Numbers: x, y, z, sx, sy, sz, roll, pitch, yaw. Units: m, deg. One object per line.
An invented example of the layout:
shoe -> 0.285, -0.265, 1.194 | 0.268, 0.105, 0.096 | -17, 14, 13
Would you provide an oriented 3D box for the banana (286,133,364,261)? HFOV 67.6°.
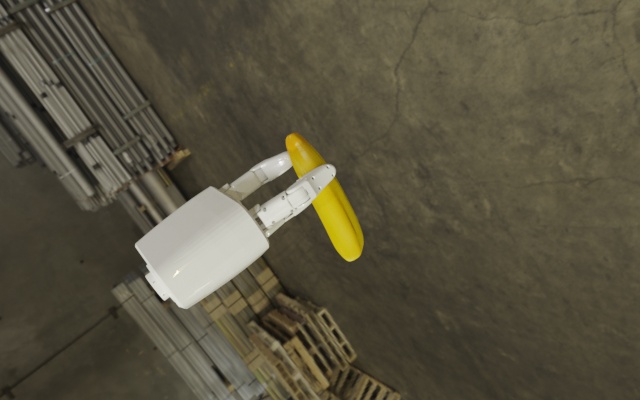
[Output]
banana -> 0.012, 0.011, 0.556 | 0.037, 0.198, 0.069 | -38, 40, -16
